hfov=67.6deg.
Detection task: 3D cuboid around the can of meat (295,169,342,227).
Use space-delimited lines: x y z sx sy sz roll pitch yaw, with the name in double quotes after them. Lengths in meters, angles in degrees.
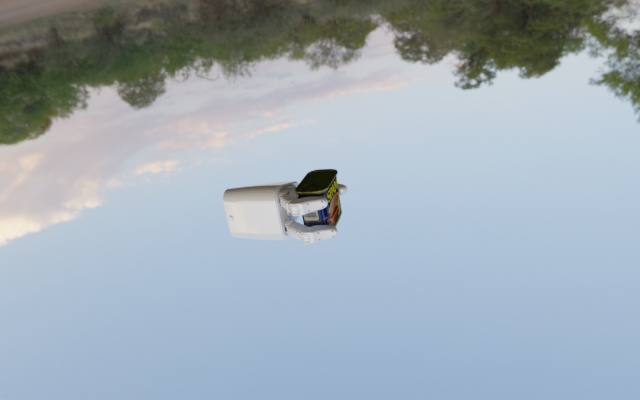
0.000 0.003 0.825 0.057 0.084 0.102 -2 24 17 "can of meat"
